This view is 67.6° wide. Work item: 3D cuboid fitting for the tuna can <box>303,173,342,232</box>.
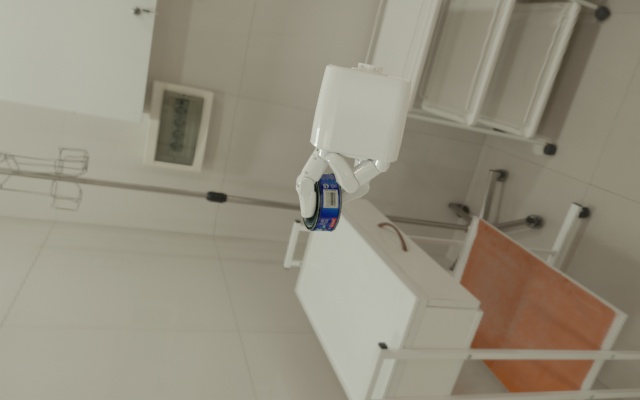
[{"bbox_3d":[0.000,0.002,0.689,0.034,0.086,0.086,2,-1,-19],"label":"tuna can"}]
